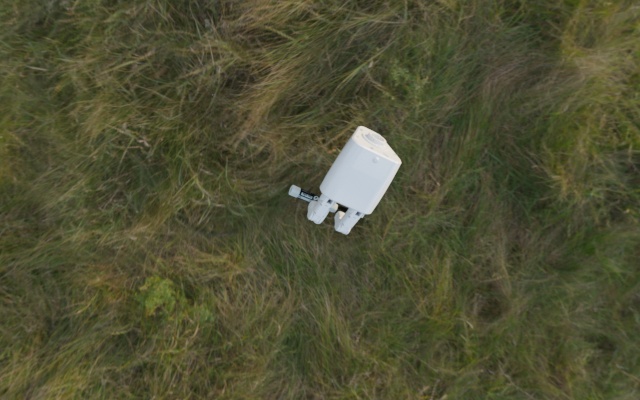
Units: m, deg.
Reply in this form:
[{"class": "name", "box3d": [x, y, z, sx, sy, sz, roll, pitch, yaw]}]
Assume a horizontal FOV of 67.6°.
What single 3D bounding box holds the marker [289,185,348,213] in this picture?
[{"class": "marker", "box3d": [0.000, 0.003, 0.873, 0.121, 0.020, 0.020, 23, -7, -16]}]
